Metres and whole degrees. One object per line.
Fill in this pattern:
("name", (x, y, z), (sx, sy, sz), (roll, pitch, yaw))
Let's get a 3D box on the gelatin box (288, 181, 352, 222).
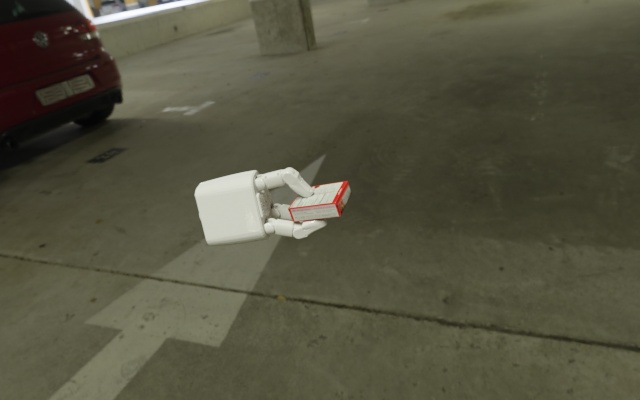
("gelatin box", (0.000, 0.002, 0.796), (0.089, 0.030, 0.073), (-8, 27, 25))
